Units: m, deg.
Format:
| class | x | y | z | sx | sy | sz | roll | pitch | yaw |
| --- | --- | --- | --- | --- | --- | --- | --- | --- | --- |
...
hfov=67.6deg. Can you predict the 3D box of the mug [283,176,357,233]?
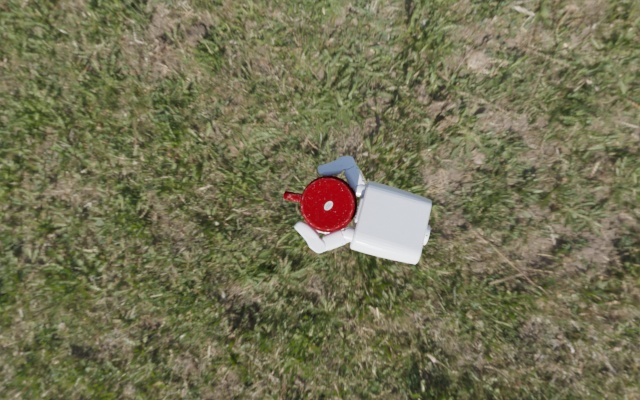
| class | x | y | z | sx | sy | sz | roll | pitch | yaw |
| --- | --- | --- | --- | --- | --- | --- | --- | --- | --- |
| mug | -0.001 | 0.002 | 0.739 | 0.117 | 0.093 | 0.081 | 15 | 0 | 2 |
